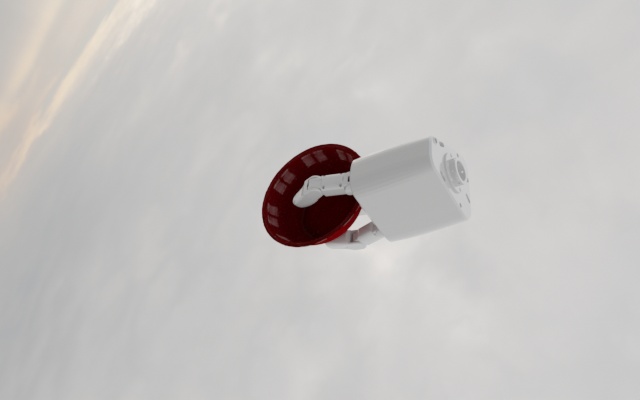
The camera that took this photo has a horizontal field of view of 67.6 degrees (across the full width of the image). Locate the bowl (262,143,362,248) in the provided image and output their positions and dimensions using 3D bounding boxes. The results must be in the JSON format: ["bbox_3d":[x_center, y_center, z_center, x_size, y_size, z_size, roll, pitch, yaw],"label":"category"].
[{"bbox_3d":[-0.001,0.002,0.659,0.162,0.162,0.055,0,-30,33],"label":"bowl"}]
